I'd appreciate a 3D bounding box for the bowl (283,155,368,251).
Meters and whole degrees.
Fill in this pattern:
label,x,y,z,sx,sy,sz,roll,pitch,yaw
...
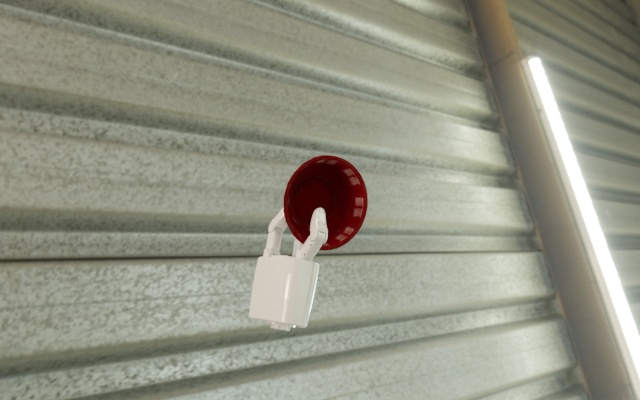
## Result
label,x,y,z,sx,sy,sz,roll,pitch,yaw
bowl,0.001,0.002,0.824,0.162,0.162,0.055,0,5,-28
